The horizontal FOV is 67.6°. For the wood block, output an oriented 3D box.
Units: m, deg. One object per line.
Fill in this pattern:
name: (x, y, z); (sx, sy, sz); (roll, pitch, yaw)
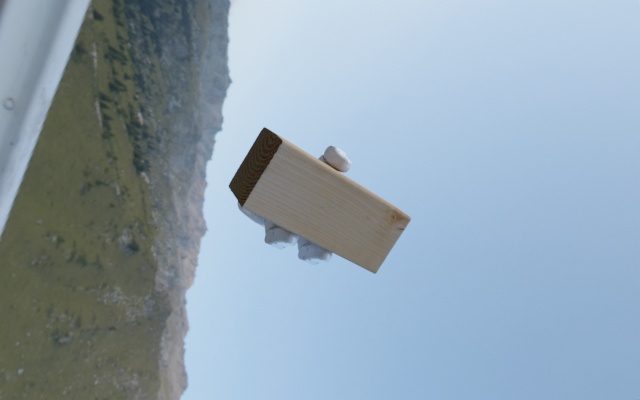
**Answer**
wood block: (0.000, 0.002, 0.611); (0.206, 0.091, 0.090); (29, 6, -27)
